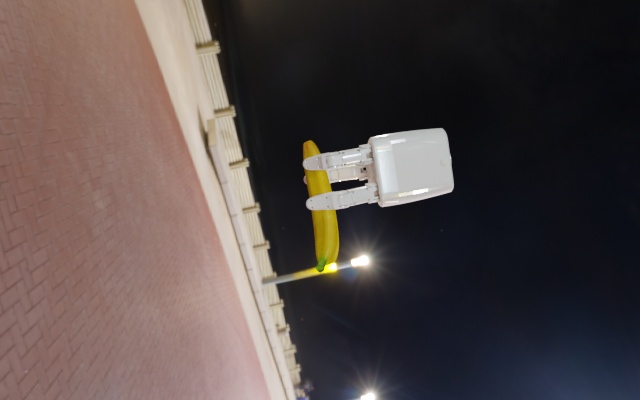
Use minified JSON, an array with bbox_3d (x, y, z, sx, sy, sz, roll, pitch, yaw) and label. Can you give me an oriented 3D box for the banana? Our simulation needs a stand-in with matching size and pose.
[{"bbox_3d":[0.002,0.011,0.709,0.037,0.197,0.070,-9,-17,3],"label":"banana"}]
